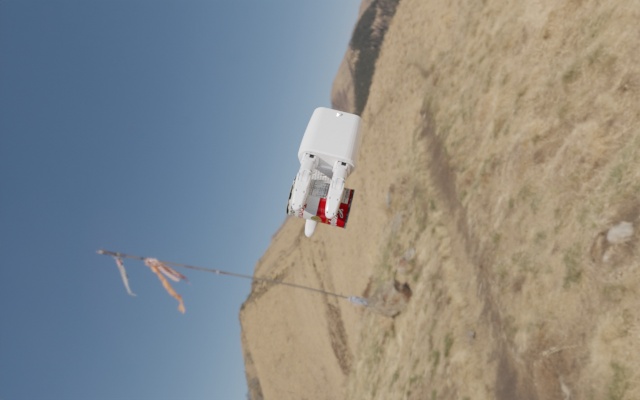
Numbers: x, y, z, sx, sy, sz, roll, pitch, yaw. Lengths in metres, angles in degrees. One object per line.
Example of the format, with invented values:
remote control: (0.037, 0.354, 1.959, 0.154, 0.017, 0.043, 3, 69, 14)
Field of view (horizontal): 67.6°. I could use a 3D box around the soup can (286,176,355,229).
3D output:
soup can: (0.000, 0.003, 0.798, 0.102, 0.068, 0.068, 14, 0, 2)
